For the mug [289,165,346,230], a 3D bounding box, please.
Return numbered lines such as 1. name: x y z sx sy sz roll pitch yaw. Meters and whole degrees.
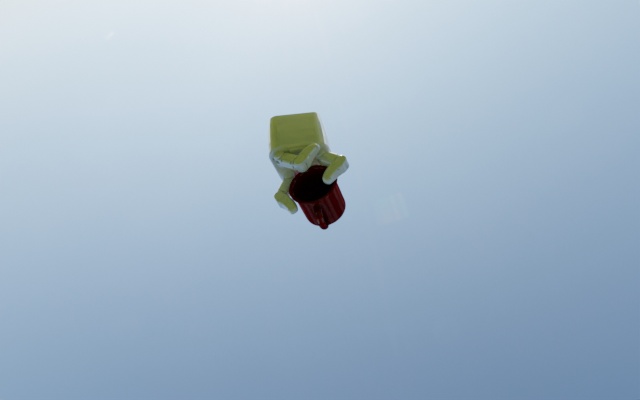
1. mug: 0.000 0.004 0.884 0.093 0.117 0.082 -18 -43 9
